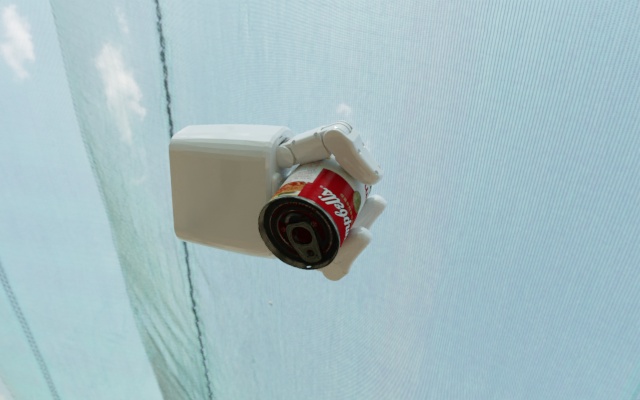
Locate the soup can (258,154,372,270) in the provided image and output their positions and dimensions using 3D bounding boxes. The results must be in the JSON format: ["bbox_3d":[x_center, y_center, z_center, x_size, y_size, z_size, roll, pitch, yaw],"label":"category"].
[{"bbox_3d":[0.001,0.001,0.405,0.068,0.068,0.102,0,30,24],"label":"soup can"}]
